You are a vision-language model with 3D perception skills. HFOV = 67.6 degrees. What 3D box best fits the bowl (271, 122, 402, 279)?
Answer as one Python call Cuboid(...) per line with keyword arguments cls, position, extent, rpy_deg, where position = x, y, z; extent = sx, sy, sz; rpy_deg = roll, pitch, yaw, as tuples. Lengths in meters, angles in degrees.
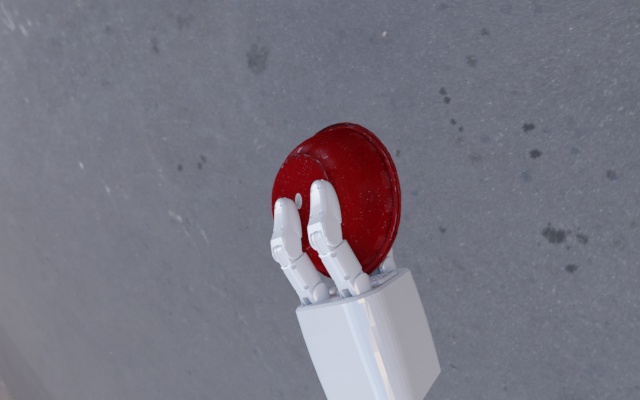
Cuboid(cls="bowl", position=(-0.001, 0.000, 0.471), extent=(0.055, 0.162, 0.162), rpy_deg=(0, 0, -42))
